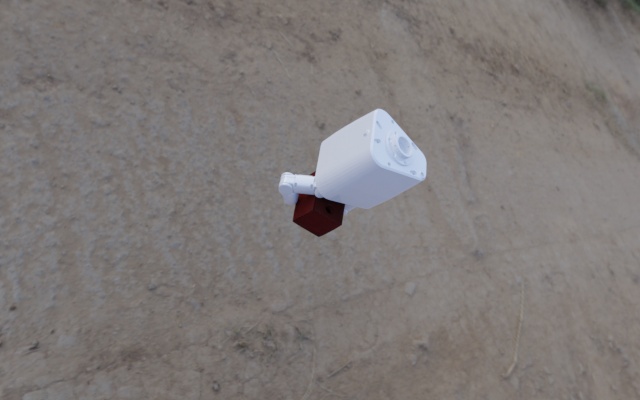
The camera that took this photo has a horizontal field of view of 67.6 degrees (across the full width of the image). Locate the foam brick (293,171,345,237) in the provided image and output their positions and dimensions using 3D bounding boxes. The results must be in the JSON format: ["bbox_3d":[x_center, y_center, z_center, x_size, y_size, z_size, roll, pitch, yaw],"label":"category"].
[{"bbox_3d":[0.000,0.003,0.692,0.053,0.078,0.051,30,-38,-29],"label":"foam brick"}]
